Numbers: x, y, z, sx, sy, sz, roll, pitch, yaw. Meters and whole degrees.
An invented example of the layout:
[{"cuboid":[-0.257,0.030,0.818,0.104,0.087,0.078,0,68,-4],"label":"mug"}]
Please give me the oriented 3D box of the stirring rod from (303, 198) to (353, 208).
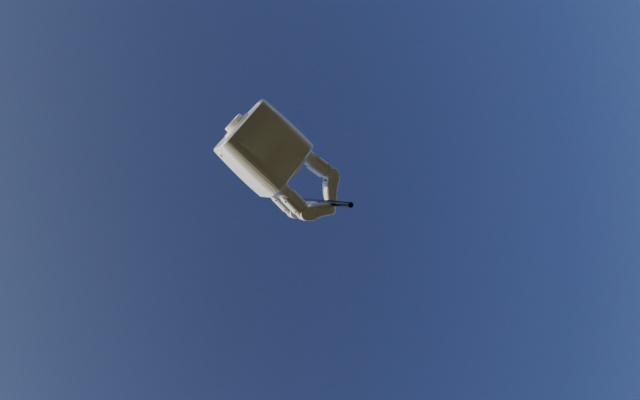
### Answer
[{"cuboid":[0.000,0.002,0.782,0.011,0.011,0.239,0,2,-21],"label":"stirring rod"}]
